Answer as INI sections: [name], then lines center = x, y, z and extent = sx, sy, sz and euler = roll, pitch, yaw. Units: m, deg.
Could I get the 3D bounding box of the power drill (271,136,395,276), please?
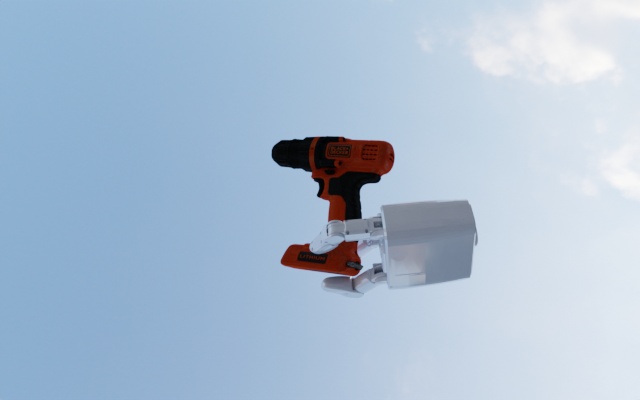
[power drill]
center = 0.000, 0.003, 0.650
extent = 0.184, 0.187, 0.057
euler = 5, -10, 29
